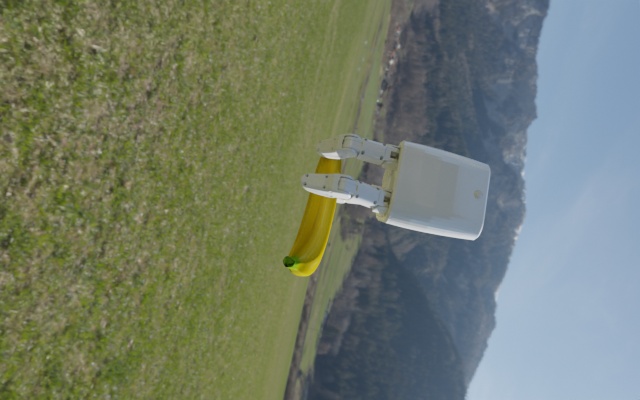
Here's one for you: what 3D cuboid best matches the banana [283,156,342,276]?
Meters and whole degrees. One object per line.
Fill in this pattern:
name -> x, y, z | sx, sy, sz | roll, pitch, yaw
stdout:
banana -> -0.003, 0.016, 0.558 | 0.037, 0.197, 0.070 | 14, -41, 3
